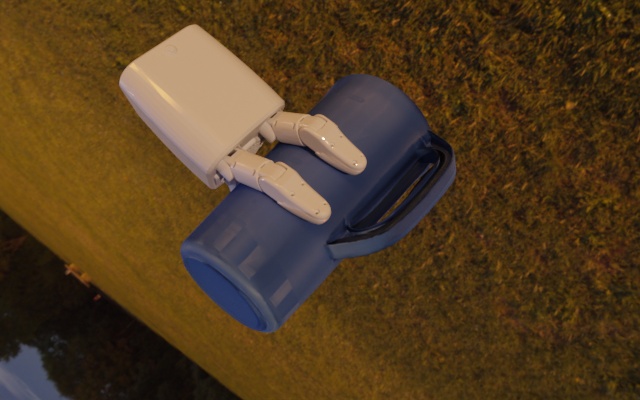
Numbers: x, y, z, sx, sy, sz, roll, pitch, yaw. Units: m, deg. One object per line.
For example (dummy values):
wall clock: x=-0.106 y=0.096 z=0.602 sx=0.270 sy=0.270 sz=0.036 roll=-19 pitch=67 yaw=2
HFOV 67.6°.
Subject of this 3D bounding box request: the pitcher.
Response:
pitcher: x=0.000 y=0.001 z=0.442 sx=0.242 sy=0.145 sz=0.149 roll=-47 pitch=2 yaw=-28
